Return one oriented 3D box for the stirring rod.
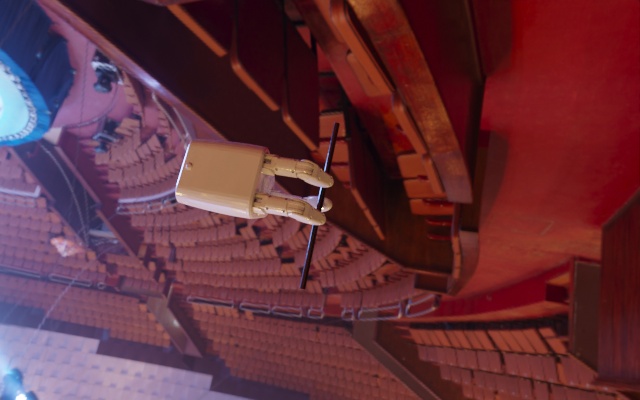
[{"bbox_3d":[0.000,0.002,0.657,0.011,0.239,0.011,11,-16,3],"label":"stirring rod"}]
